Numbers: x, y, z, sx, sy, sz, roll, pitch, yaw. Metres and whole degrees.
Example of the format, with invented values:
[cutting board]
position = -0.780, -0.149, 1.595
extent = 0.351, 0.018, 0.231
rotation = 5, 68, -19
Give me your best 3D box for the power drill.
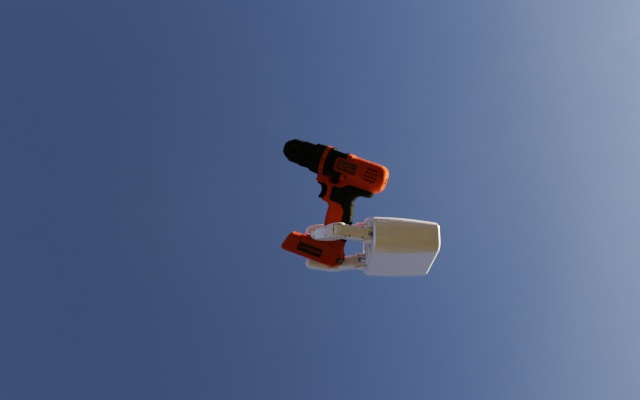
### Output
[power drill]
position = 0.000, 0.003, 0.793
extent = 0.184, 0.187, 0.057
rotation = 20, 2, 15
